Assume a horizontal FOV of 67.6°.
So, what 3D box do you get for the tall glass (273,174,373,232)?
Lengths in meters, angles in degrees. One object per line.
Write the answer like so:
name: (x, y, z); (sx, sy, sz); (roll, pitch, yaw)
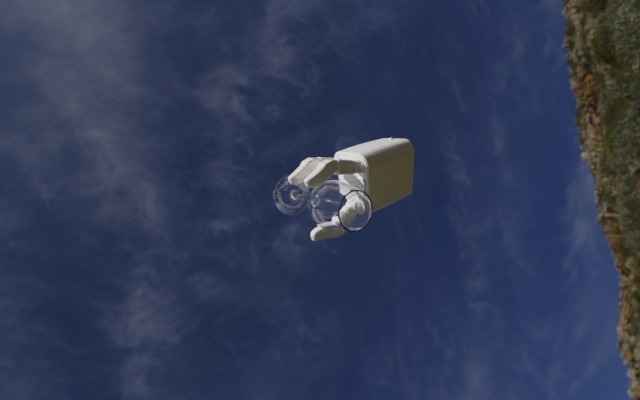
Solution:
tall glass: (0.000, 0.003, 0.775); (0.079, 0.079, 0.201); (0, 8, -31)
